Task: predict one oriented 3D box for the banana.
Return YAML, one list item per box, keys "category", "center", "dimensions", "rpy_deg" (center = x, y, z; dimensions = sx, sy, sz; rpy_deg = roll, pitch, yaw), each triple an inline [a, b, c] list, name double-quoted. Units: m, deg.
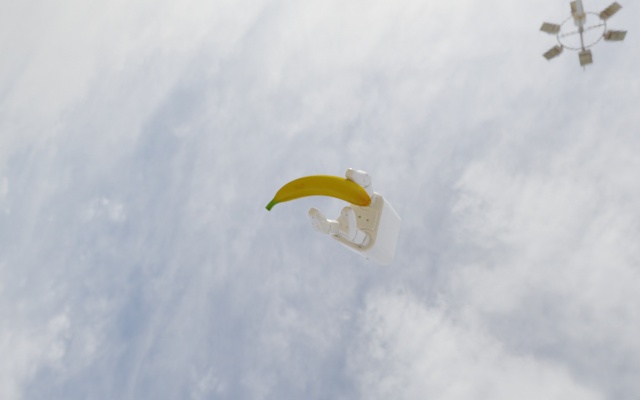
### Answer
- category: "banana"
  center: [0.000, -0.014, 0.823]
  dimensions: [0.198, 0.069, 0.037]
  rpy_deg: [-4, -27, 28]
